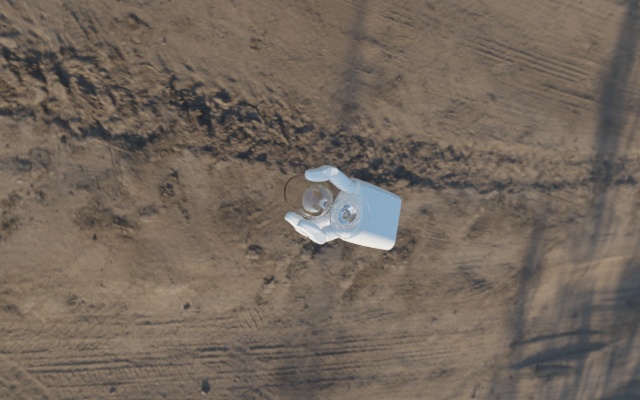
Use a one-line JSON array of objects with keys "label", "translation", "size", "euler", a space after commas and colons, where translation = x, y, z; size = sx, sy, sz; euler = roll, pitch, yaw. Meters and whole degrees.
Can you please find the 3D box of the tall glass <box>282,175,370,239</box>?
[{"label": "tall glass", "translation": [0.000, 0.003, 0.839], "size": [0.079, 0.079, 0.201], "euler": [0, 13, -29]}]
